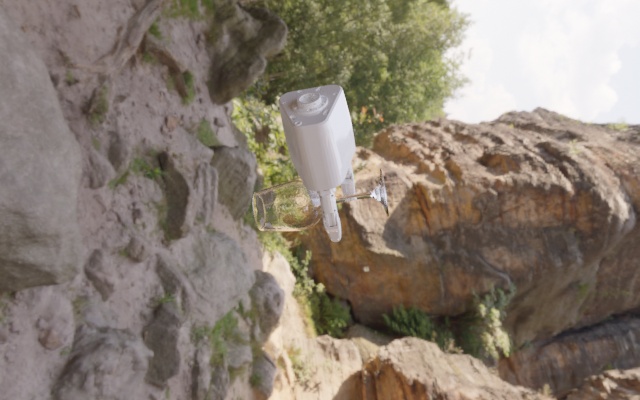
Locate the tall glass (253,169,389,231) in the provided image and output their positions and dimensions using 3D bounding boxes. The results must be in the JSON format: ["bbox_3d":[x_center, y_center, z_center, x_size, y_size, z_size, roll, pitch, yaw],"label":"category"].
[{"bbox_3d":[0.001,0.002,0.736,0.201,0.079,0.079,-9,-1,6],"label":"tall glass"}]
